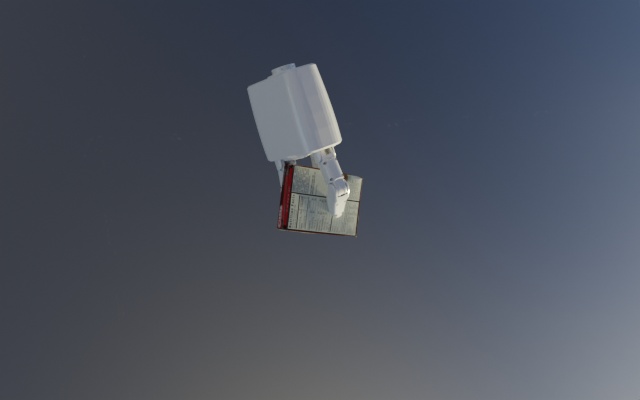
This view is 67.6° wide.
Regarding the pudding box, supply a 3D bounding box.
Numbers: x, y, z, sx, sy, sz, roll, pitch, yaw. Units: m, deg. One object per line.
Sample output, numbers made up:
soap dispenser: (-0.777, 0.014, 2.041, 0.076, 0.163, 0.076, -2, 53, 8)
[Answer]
pudding box: (0.000, 0.002, 0.663, 0.113, 0.090, 0.039, 8, -2, -25)
